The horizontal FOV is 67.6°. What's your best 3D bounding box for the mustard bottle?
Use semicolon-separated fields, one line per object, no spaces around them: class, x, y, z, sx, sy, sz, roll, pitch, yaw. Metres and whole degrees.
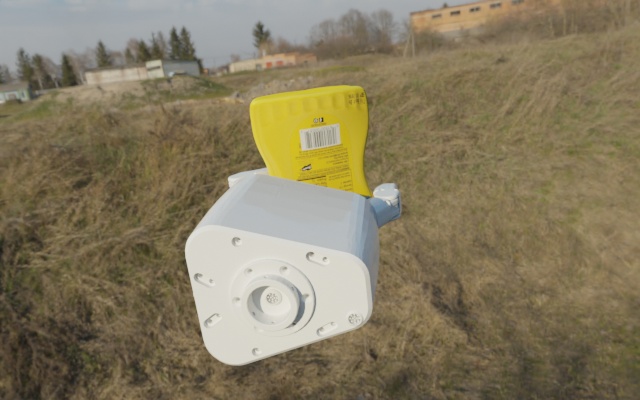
mustard bottle;0.000;0.001;0.418;0.096;0.192;0.058;-12;17;-15
